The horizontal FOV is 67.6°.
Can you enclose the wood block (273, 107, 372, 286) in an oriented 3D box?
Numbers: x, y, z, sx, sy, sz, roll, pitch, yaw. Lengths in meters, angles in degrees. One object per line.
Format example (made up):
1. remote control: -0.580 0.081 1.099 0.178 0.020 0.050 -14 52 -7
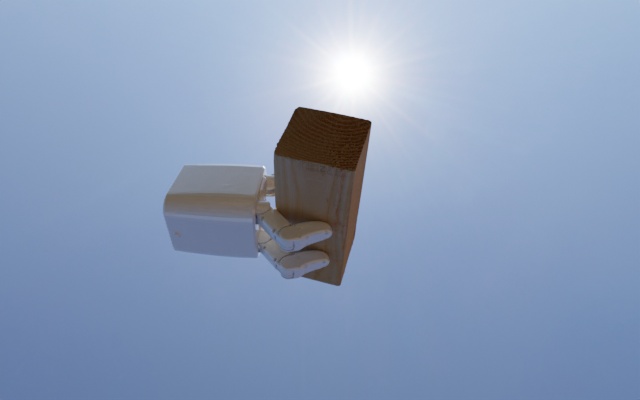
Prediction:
1. wood block: 0.000 0.002 0.584 0.090 0.090 0.206 12 -42 8
